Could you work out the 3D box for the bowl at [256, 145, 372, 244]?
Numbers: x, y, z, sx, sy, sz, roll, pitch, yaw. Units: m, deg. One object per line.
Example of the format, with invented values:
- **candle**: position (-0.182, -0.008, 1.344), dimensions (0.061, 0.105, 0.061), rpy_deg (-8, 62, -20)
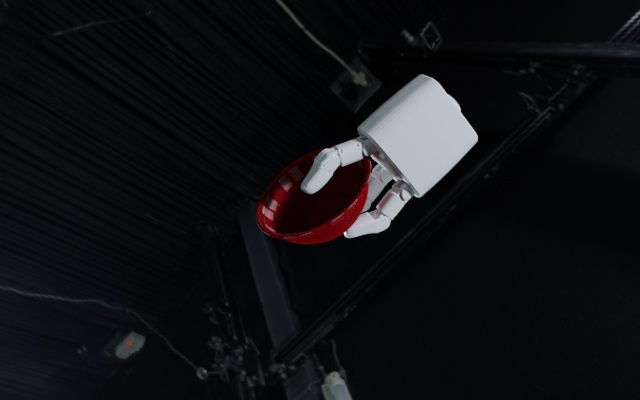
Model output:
- **bowl**: position (-0.001, 0.003, 0.610), dimensions (0.162, 0.162, 0.055), rpy_deg (0, -44, 38)
